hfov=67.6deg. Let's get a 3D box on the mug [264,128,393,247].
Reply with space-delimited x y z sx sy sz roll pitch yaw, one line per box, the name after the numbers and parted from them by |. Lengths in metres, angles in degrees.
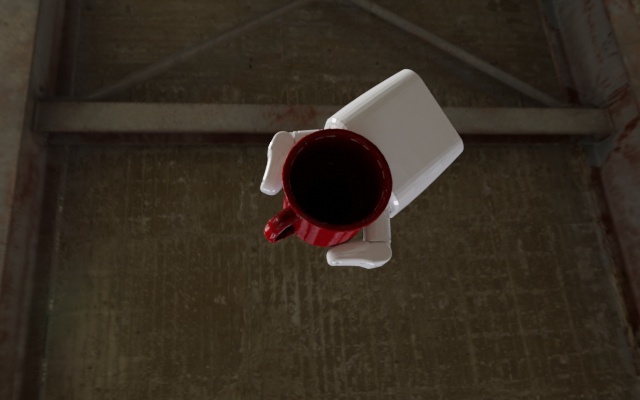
-0.001 0.002 0.429 0.117 0.093 0.081 -37 -10 -18 | mug
